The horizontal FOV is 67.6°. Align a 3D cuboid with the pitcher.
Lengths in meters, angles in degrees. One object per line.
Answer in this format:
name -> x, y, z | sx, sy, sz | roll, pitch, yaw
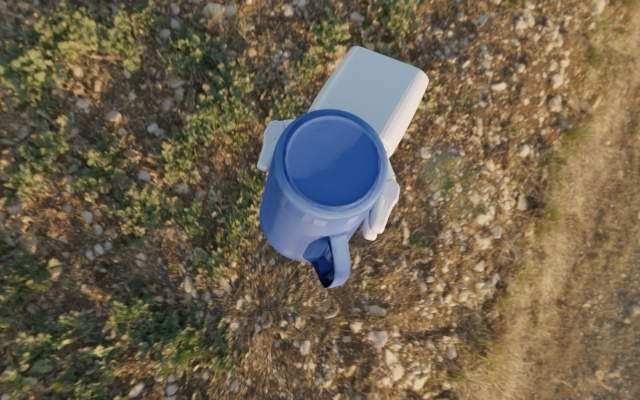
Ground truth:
pitcher -> 0.000, 0.002, 0.544 | 0.149, 0.145, 0.243 | 31, -15, 1
